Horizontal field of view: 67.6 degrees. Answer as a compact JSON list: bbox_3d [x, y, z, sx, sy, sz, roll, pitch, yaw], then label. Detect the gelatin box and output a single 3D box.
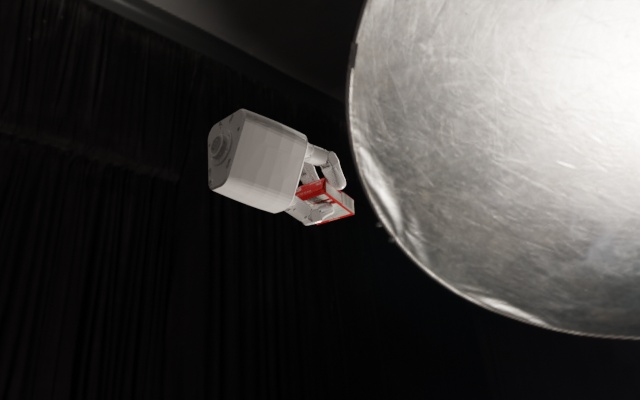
[{"bbox_3d":[0.000,0.003,0.752,0.073,0.030,0.089,-18,-33,30],"label":"gelatin box"}]
